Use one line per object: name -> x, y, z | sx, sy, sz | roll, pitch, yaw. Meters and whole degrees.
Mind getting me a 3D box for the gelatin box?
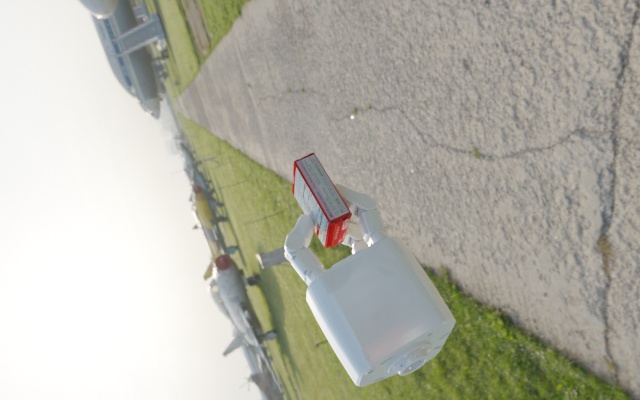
gelatin box -> 0.000, 0.002, 0.547 | 0.030, 0.089, 0.073 | -25, -23, -16
